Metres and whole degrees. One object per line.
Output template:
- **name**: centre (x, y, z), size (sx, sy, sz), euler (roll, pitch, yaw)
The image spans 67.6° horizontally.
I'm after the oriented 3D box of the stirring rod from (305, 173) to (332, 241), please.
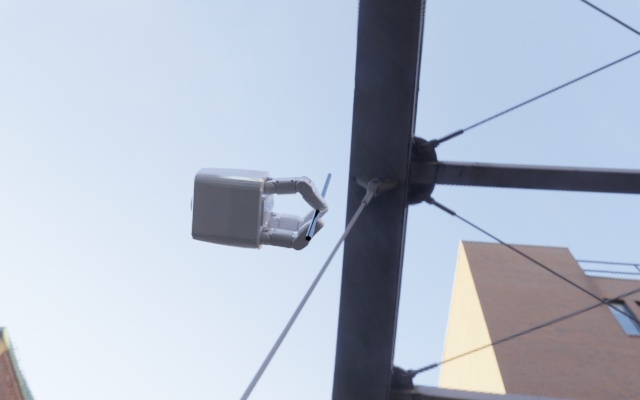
- **stirring rod**: centre (0.000, 0.002, 0.739), size (0.011, 0.011, 0.239), euler (0, 23, 8)
